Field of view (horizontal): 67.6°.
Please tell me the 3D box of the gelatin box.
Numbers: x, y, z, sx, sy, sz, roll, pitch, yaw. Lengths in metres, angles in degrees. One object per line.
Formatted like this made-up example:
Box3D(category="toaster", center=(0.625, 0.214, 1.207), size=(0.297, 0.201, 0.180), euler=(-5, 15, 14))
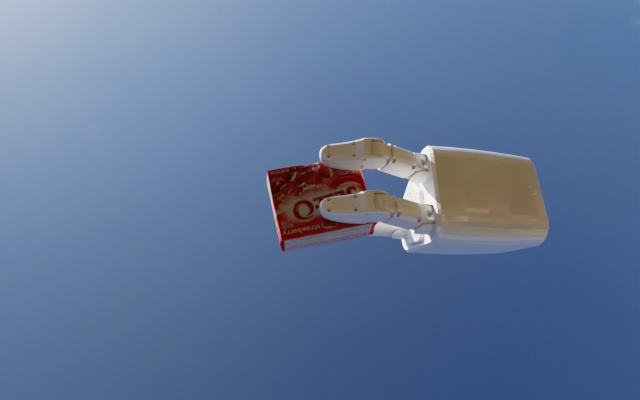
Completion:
Box3D(category="gelatin box", center=(0.000, 0.002, 0.442), size=(0.089, 0.073, 0.030), euler=(-10, -27, -8))
